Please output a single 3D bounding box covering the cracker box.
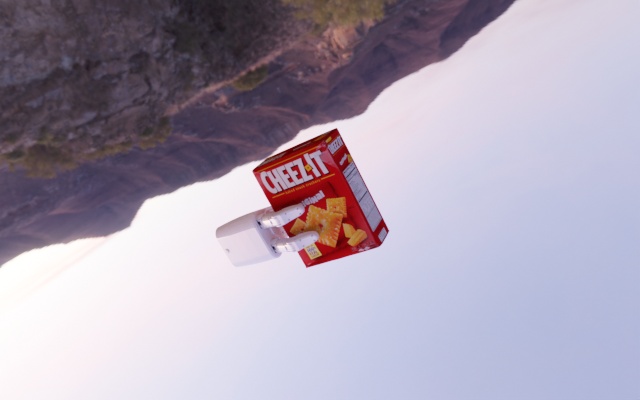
[{"bbox_3d":[0.000,0.003,0.852,0.164,0.214,0.072,-19,17,31],"label":"cracker box"}]
